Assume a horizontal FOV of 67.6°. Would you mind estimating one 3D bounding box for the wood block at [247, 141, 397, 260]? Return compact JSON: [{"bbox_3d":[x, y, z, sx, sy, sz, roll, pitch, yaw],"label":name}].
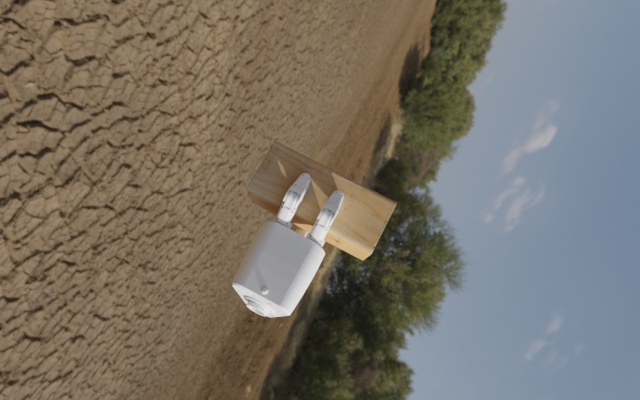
[{"bbox_3d":[0.000,0.003,0.745,0.206,0.090,0.091,28,-14,3],"label":"wood block"}]
